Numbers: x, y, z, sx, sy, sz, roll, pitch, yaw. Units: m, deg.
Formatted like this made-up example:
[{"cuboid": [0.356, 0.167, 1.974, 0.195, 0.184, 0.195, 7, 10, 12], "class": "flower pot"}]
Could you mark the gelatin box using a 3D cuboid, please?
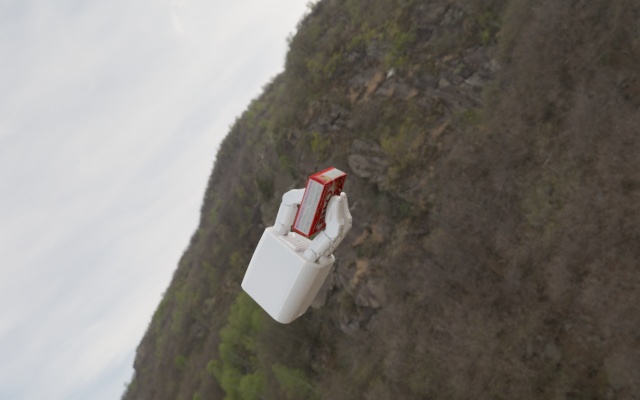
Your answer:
[{"cuboid": [0.000, 0.002, 0.691, 0.030, 0.089, 0.073, 26, 25, 20], "class": "gelatin box"}]
